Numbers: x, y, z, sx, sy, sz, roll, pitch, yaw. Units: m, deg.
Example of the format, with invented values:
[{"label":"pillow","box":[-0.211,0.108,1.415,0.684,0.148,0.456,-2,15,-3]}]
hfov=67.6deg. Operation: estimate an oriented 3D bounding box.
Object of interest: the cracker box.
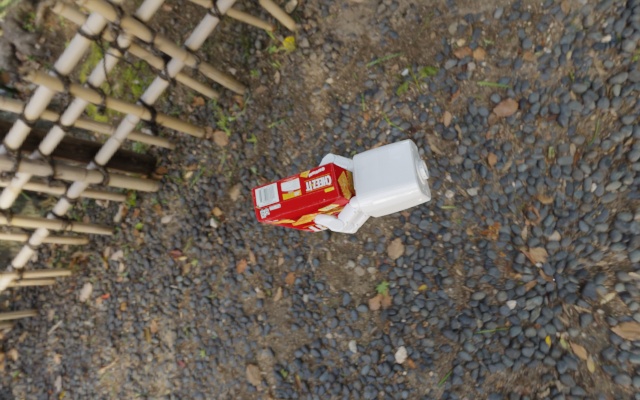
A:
[{"label":"cracker box","box":[0.000,0.003,0.896,0.164,0.072,0.214,-17,-16,23]}]
